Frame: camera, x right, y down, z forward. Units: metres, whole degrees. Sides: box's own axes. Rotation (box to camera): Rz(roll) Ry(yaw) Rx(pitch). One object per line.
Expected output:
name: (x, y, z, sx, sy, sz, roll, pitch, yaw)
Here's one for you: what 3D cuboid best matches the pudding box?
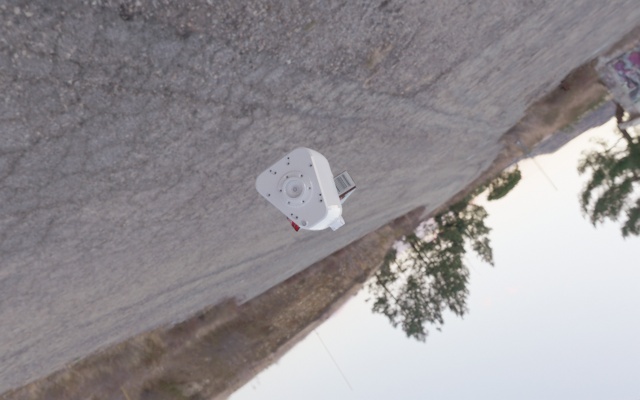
pudding box: (0.000, 0.003, 0.830, 0.113, 0.039, 0.090, -30, -8, -20)
